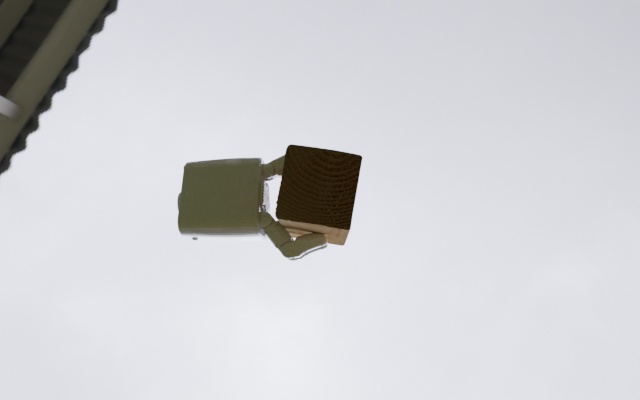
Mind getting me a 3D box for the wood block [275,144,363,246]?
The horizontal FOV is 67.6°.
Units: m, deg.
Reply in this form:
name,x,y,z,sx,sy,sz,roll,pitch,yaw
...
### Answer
name,x,y,z,sx,sy,sz,roll,pitch,yaw
wood block,0.000,0.002,0.642,0.090,0.091,0.206,9,-10,2
